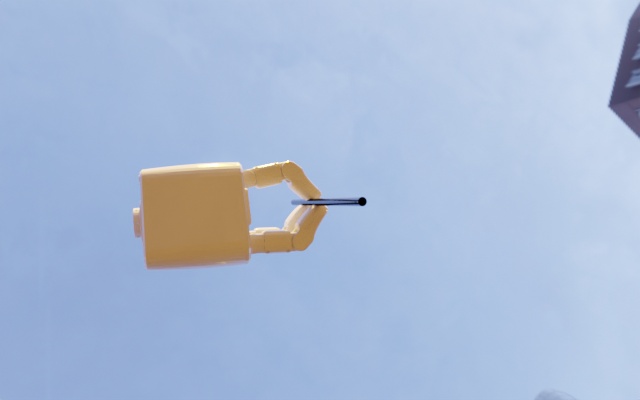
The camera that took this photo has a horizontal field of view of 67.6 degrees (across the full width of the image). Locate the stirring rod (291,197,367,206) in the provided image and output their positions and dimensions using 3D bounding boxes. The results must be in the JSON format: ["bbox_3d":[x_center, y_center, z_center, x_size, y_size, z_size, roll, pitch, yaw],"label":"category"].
[{"bbox_3d":[0.000,0.002,0.514,0.011,0.011,0.239,0,0,-17],"label":"stirring rod"}]
